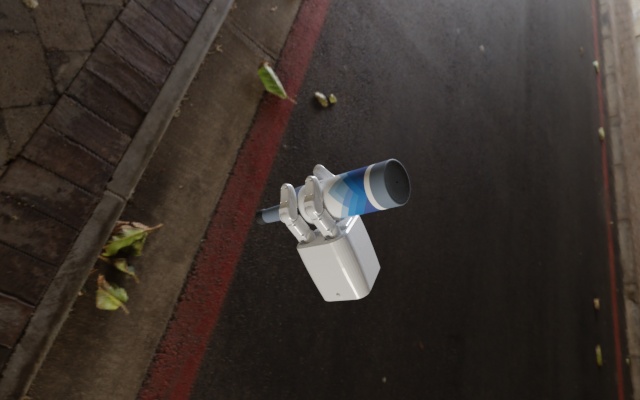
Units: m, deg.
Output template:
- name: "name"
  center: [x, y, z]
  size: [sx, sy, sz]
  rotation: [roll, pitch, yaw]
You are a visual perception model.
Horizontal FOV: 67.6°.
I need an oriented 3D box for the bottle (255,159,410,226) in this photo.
- name: "bottle"
  center: [0.000, 0.002, 0.761]
  size: [0.296, 0.069, 0.069]
  rotation: [-15, -10, 41]
